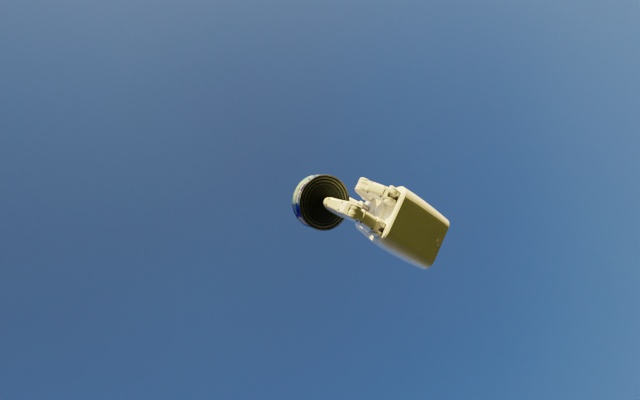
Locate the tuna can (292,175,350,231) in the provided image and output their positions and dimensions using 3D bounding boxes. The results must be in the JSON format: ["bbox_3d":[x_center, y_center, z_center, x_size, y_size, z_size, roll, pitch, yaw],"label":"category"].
[{"bbox_3d":[0.000,0.002,0.740,0.086,0.086,0.034,0,4,-26],"label":"tuna can"}]
